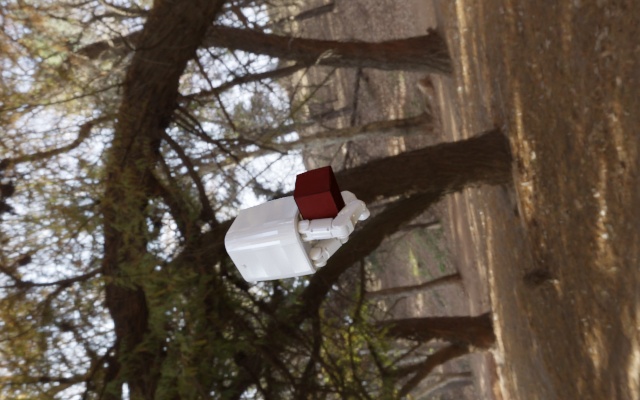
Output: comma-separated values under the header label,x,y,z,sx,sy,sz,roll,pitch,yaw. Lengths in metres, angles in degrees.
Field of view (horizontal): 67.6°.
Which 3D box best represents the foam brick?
label,x,y,z,sx,sy,sz,roll,pitch,yaw
foam brick,0.000,0.002,0.648,0.051,0.078,0.053,-11,40,13
